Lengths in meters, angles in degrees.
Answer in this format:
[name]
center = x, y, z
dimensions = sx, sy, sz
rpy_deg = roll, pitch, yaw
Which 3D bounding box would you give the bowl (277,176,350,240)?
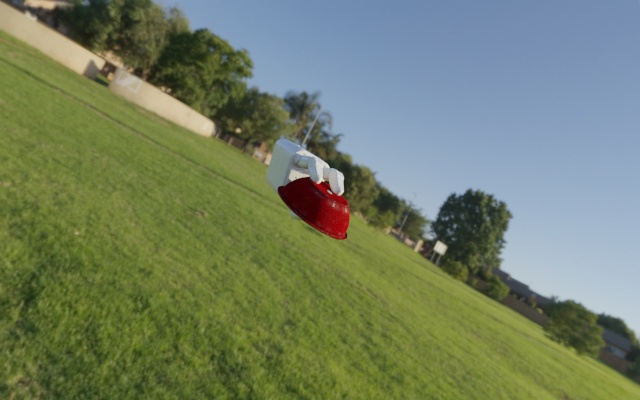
[bowl]
center = 0.001, 0.003, 0.898
dimensions = 0.162, 0.055, 0.162
rpy_deg = 35, 14, -10
